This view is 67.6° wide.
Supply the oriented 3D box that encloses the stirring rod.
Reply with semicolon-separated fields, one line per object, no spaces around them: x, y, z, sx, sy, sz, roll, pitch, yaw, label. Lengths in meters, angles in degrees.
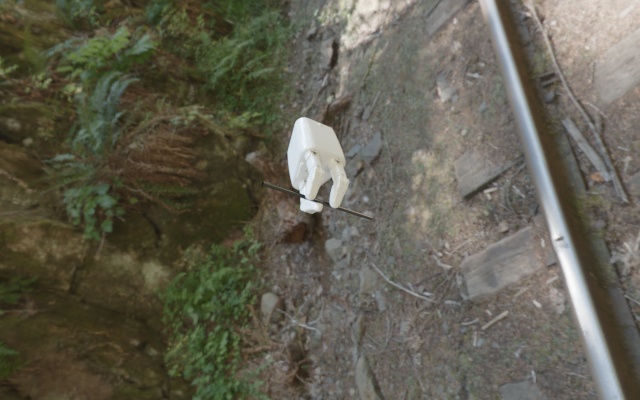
0.000;0.003;0.890;0.239;0.011;0.011;18;-9;-28;stirring rod
